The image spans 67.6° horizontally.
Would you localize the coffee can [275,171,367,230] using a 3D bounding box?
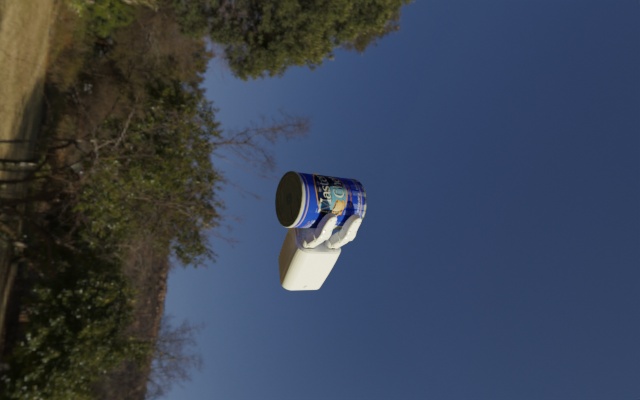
[{"bbox_3d":[0.000,0.003,0.897,0.140,0.103,0.103,5,-3,-32],"label":"coffee can"}]
